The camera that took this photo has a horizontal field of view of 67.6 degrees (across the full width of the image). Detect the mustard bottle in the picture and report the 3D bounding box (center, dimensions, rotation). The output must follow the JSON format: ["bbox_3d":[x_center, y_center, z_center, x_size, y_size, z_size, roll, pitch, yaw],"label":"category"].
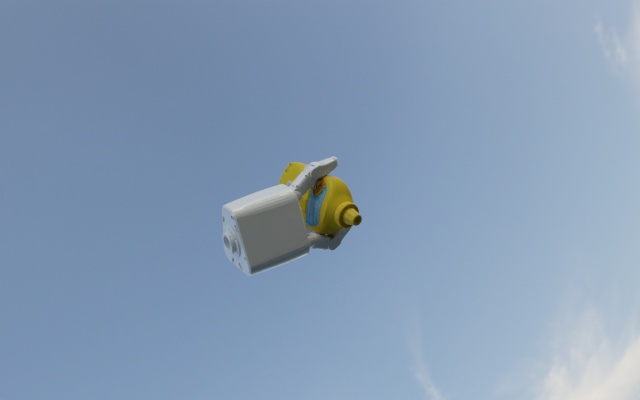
[{"bbox_3d":[0.000,0.002,0.789,0.058,0.096,0.191,8,11,-38],"label":"mustard bottle"}]
